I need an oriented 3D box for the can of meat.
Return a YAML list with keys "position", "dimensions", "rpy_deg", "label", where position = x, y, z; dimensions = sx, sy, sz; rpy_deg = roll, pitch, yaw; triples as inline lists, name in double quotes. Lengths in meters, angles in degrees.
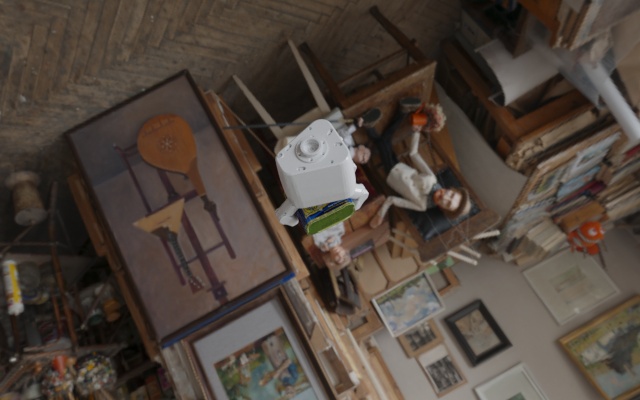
- position: [0.000, 0.003, 0.844]
  dimensions: [0.102, 0.084, 0.057]
  rpy_deg: [-26, -28, -9]
  label: "can of meat"
